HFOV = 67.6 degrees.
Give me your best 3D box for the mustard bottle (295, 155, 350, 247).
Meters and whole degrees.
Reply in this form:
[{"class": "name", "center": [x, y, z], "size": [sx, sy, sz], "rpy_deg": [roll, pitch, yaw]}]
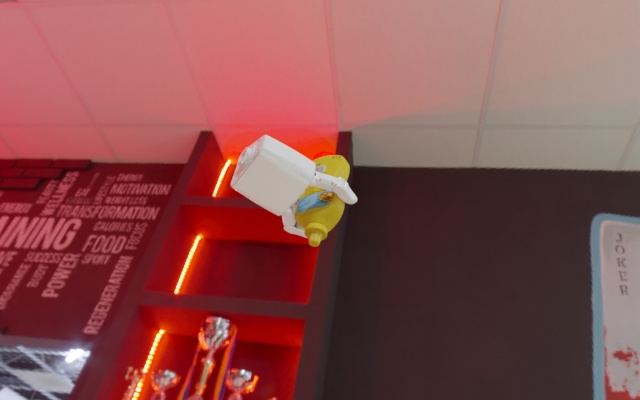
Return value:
[{"class": "mustard bottle", "center": [0.000, 0.003, 0.896], "size": [0.096, 0.191, 0.058], "rpy_deg": [-15, -45, 26]}]
